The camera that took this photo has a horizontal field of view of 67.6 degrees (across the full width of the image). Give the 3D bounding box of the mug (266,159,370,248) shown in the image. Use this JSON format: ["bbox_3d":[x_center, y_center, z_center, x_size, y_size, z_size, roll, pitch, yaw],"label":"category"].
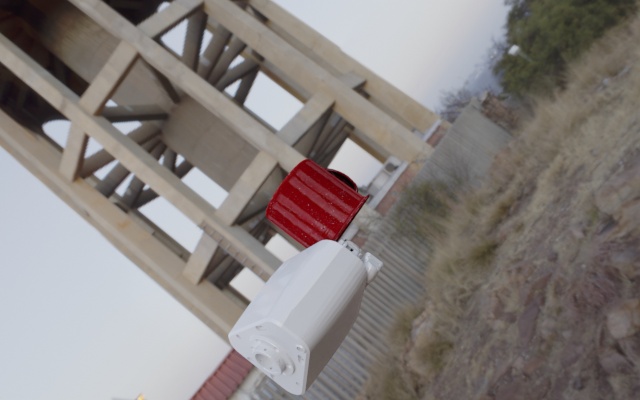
[{"bbox_3d":[0.001,0.001,0.532,0.081,0.093,0.117,36,48,5],"label":"mug"}]
